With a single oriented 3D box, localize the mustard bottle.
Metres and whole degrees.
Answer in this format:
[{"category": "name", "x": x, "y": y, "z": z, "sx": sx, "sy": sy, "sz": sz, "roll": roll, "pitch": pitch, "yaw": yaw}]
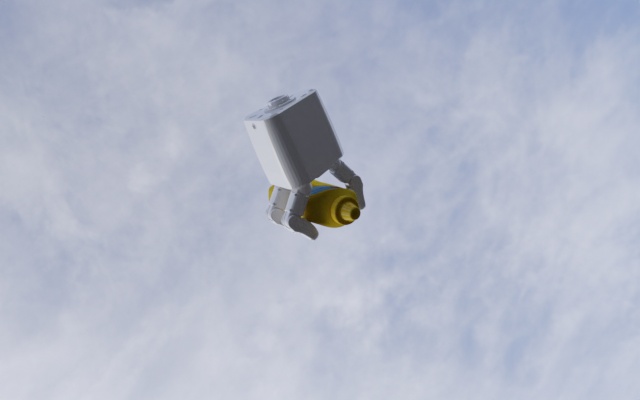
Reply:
[{"category": "mustard bottle", "x": 0.000, "y": 0.003, "z": 0.724, "sx": 0.096, "sy": 0.058, "sz": 0.191, "roll": -6, "pitch": 12, "yaw": -29}]
